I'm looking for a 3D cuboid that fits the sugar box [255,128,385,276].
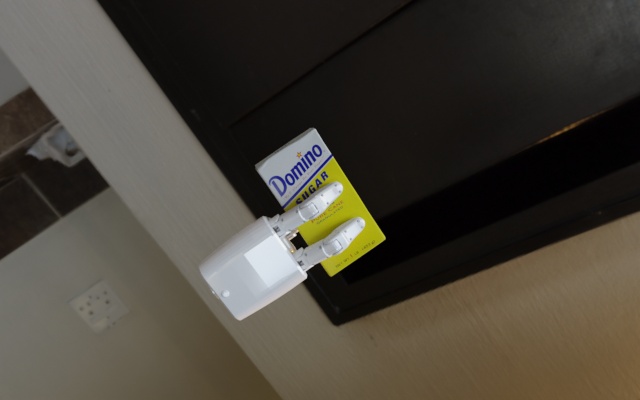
[{"bbox_3d":[0.000,0.002,0.632,0.093,0.176,0.048,-35,14,-2],"label":"sugar box"}]
